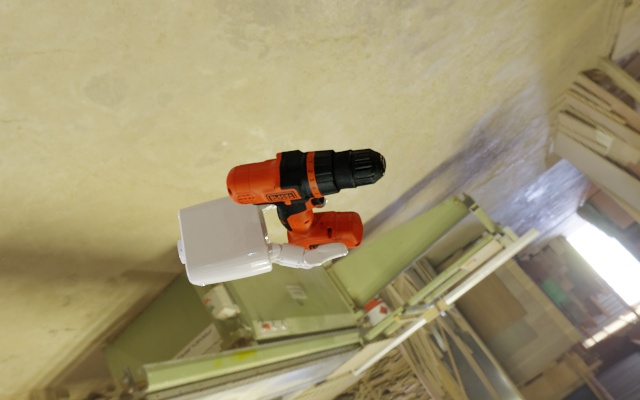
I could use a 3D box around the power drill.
[{"bbox_3d":[0.000,0.002,0.597,0.184,0.057,0.188,-6,-30,14],"label":"power drill"}]
